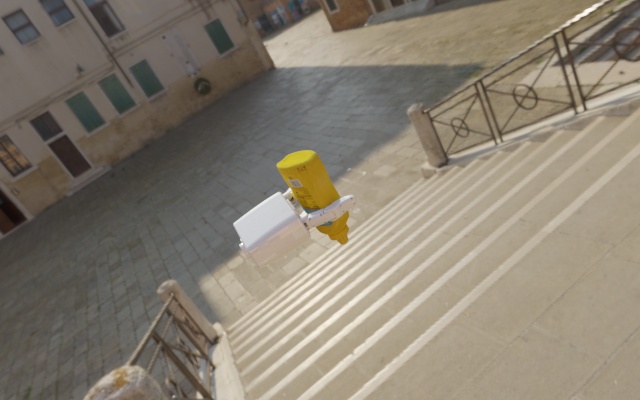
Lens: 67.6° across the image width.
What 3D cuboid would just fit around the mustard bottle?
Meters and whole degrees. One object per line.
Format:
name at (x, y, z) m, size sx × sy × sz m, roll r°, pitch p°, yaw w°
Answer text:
mustard bottle at (0.000, 0.002, 0.862) m, size 0.058 × 0.192 × 0.096 m, roll -44°, pitch 26°, yaw -29°
